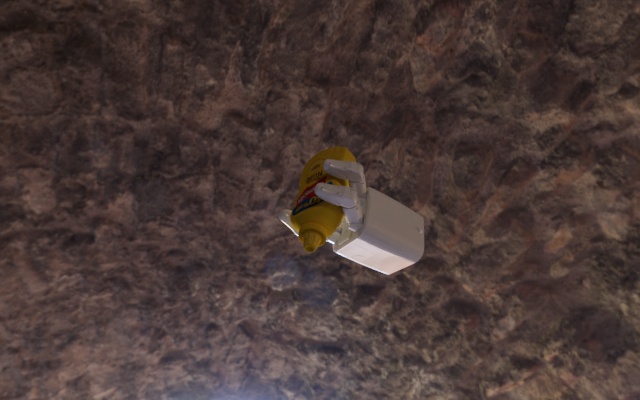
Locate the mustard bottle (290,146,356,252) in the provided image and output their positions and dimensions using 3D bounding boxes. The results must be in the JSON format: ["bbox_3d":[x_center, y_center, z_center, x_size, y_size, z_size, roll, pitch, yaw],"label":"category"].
[{"bbox_3d":[0.000,0.002,0.728,0.096,0.191,0.058,-25,-56,31],"label":"mustard bottle"}]
